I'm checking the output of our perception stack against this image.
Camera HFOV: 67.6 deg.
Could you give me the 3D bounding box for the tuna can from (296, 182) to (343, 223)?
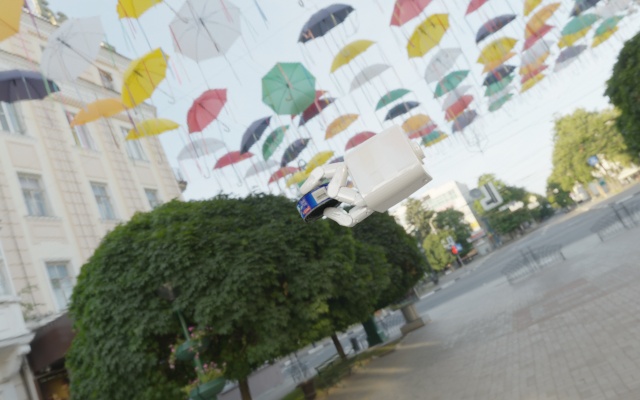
[{"bbox_3d":[0.000,0.002,0.854,0.086,0.033,0.086,-29,-15,-8],"label":"tuna can"}]
